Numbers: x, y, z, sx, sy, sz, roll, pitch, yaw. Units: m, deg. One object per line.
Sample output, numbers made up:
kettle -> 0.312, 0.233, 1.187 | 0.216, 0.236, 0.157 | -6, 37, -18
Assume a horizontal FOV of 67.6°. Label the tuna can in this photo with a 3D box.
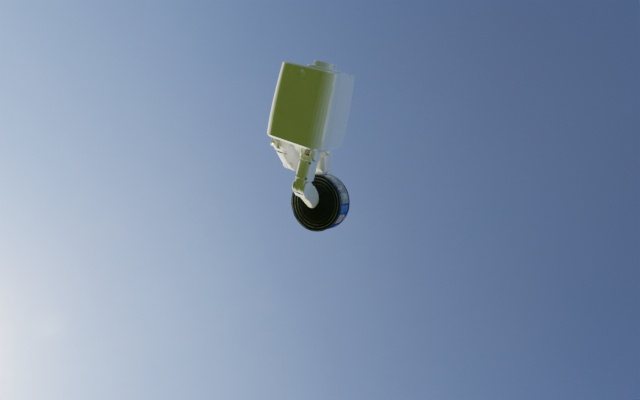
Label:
tuna can -> 0.000, 0.002, 0.720 | 0.086, 0.086, 0.034 | 0, 5, 31
